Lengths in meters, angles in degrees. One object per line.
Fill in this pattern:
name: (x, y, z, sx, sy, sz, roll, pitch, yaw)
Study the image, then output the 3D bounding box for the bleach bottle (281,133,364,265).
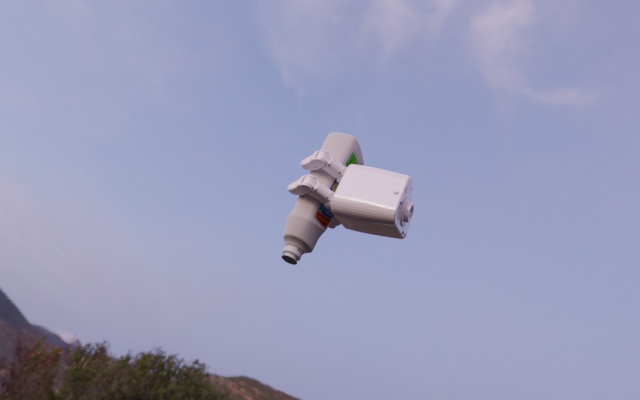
bleach bottle: (0.000, 0.003, 0.828, 0.068, 0.250, 0.103, 12, -33, 23)
